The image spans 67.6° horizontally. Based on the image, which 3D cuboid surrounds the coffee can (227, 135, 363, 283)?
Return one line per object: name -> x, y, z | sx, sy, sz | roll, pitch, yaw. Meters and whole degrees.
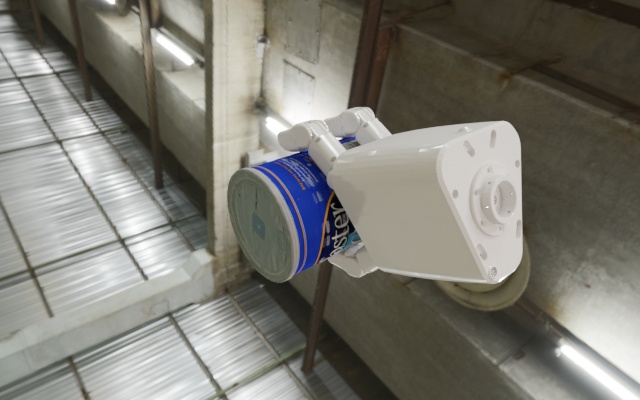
coffee can -> 0.000, 0.002, 0.444 | 0.140, 0.103, 0.103 | -22, 12, -34
